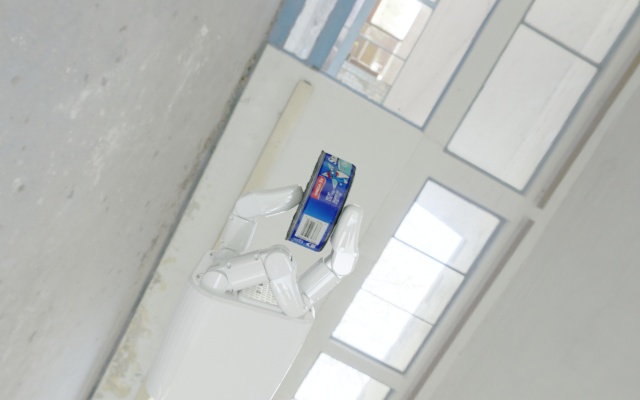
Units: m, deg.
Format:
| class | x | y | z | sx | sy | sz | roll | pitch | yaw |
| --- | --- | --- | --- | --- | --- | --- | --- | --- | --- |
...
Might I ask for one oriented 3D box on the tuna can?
| class | x | y | z | sx | sy | sz | roll | pitch | yaw |
| --- | --- | --- | --- | --- | --- | --- | --- | --- | --- |
| tuna can | 0.001 | 0.002 | 0.421 | 0.034 | 0.086 | 0.086 | 23 | -2 | -3 |
